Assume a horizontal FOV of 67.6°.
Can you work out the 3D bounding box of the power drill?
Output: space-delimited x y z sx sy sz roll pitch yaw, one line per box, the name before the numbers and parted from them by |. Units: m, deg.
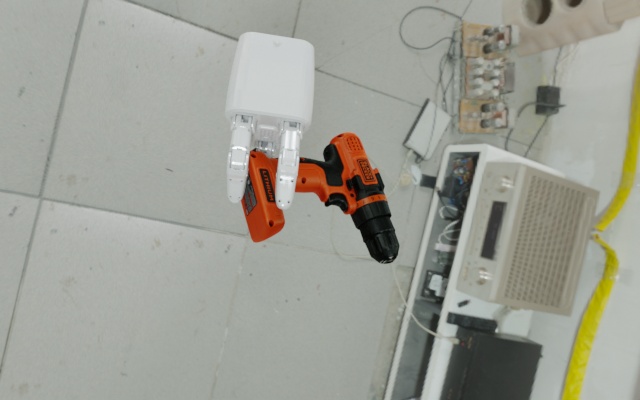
power drill | 0.000 0.002 0.588 0.187 0.184 0.057 -6 -25 -33
